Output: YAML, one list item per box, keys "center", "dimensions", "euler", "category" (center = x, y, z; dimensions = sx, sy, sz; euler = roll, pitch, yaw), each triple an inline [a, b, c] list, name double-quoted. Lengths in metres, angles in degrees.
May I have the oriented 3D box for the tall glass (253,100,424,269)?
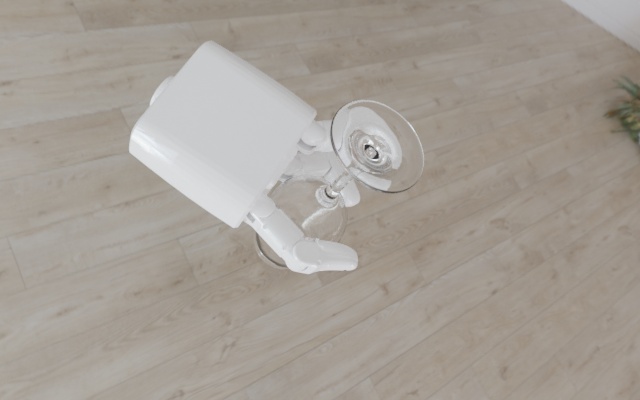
- center: [0.000, 0.001, 0.411]
  dimensions: [0.079, 0.079, 0.201]
  euler: [0, -24, -26]
  category: "tall glass"
